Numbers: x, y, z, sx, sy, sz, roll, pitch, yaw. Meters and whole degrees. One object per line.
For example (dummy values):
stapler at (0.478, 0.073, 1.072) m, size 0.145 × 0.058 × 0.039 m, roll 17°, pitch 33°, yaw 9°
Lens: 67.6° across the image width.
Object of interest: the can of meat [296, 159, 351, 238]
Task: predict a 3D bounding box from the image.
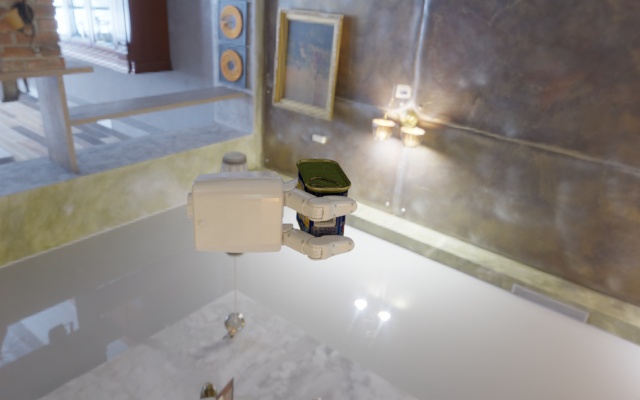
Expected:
can of meat at (0.000, 0.002, 0.622) m, size 0.057 × 0.084 × 0.102 m, roll -1°, pitch 25°, yaw -13°
